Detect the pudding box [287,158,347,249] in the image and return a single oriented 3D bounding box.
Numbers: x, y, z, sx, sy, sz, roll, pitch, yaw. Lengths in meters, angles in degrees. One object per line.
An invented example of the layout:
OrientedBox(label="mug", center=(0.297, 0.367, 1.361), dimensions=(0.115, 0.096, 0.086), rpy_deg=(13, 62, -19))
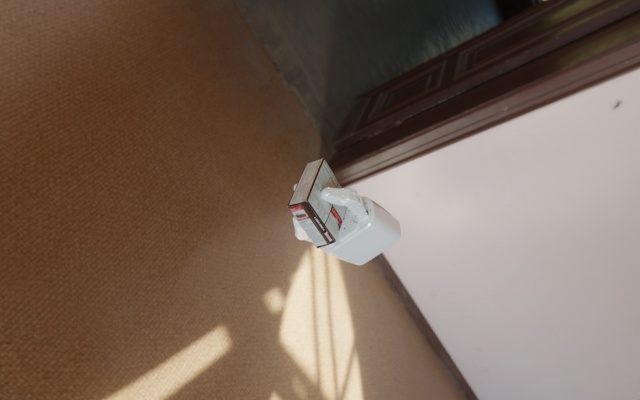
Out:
OrientedBox(label="pudding box", center=(0.000, 0.002, 0.738), dimensions=(0.039, 0.090, 0.113), rpy_deg=(-19, 31, 28))
